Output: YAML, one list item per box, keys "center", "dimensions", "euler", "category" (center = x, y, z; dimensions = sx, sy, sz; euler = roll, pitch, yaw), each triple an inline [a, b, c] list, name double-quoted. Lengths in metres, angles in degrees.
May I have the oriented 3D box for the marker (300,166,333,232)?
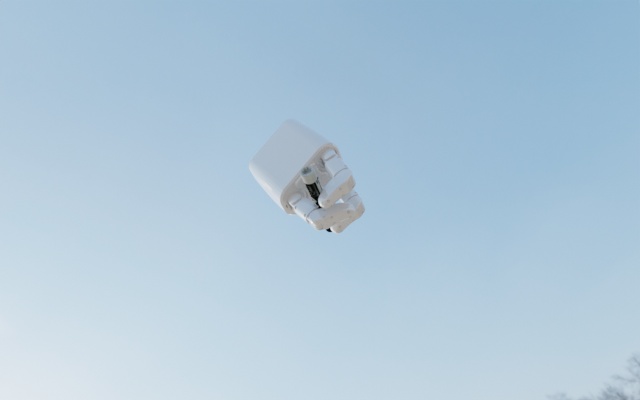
- center: [0.000, 0.002, 0.632]
  dimensions: [0.020, 0.020, 0.121]
  euler: [0, -40, 22]
  category: "marker"
